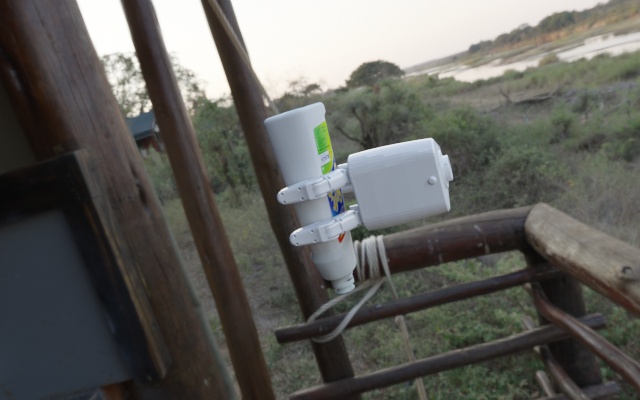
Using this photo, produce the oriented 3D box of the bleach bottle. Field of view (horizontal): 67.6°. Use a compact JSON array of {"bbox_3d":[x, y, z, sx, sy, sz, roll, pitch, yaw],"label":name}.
[{"bbox_3d":[0.000,0.002,0.638,0.068,0.251,0.102,-13,13,19],"label":"bleach bottle"}]
